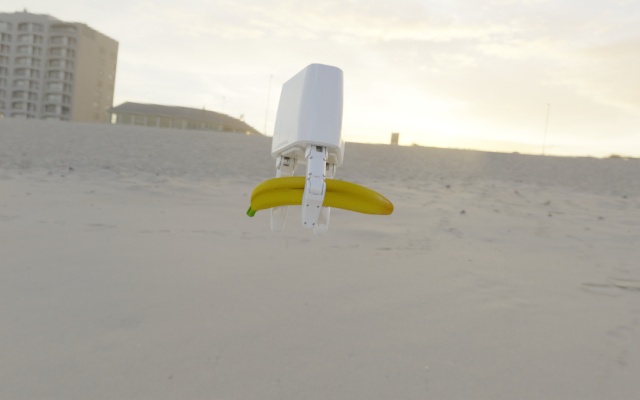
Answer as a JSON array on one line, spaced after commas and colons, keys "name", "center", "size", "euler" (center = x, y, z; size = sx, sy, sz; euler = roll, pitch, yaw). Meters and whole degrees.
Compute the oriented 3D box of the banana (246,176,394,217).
[{"name": "banana", "center": [-0.006, -0.005, 0.609], "size": [0.198, 0.037, 0.070], "euler": [1, -22, 10]}]
